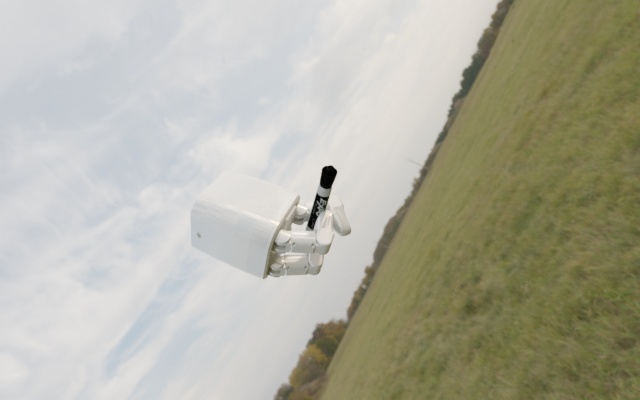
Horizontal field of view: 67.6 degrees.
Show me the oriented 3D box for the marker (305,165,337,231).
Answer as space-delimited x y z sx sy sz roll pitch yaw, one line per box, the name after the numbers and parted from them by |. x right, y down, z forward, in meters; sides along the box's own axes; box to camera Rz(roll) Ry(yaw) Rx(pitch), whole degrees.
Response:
0.000 0.002 0.592 0.020 0.020 0.121 0 -41 -15 | marker
